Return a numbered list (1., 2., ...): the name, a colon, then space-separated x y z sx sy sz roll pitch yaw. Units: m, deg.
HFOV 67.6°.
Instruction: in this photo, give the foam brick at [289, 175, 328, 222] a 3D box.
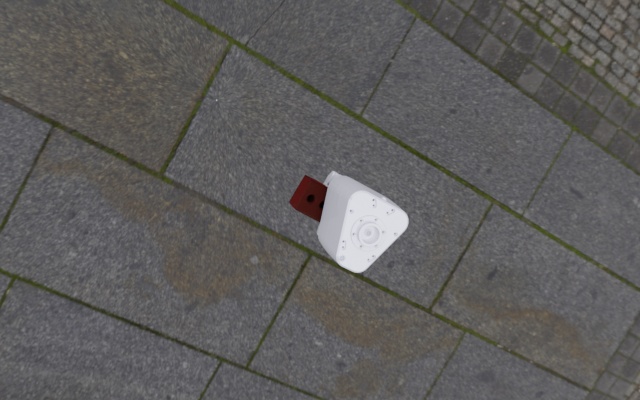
1. foam brick: 0.000 0.002 0.742 0.078 0.053 0.051 27 5 -16
